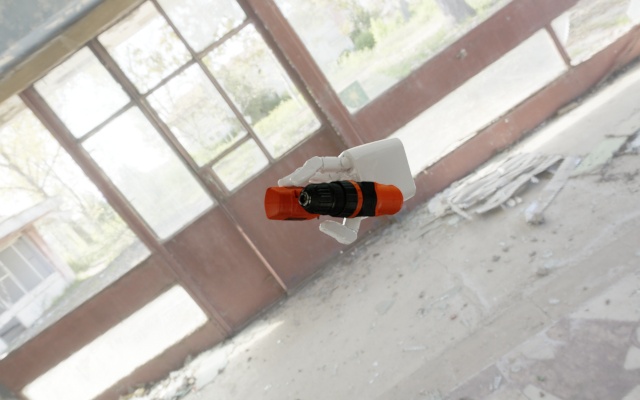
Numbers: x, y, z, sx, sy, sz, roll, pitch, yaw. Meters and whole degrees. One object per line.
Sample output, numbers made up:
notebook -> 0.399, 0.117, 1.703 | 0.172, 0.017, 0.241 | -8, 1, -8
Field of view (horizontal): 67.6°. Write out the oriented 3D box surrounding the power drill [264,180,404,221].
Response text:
power drill -> 0.000, 0.002, 0.706 | 0.184, 0.057, 0.187 | 3, -3, -42
